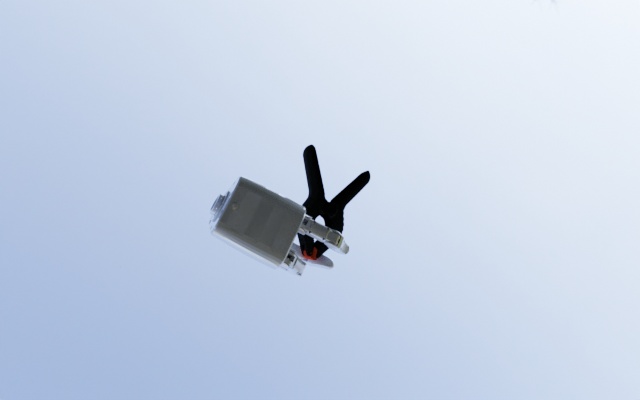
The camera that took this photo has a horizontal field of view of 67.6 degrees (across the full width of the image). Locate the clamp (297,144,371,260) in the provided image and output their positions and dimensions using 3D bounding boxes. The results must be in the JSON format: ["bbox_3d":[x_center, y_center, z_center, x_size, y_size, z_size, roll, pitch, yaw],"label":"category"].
[{"bbox_3d":[0.000,0.003,0.728,0.120,0.171,0.039,30,-17,-17],"label":"clamp"}]
